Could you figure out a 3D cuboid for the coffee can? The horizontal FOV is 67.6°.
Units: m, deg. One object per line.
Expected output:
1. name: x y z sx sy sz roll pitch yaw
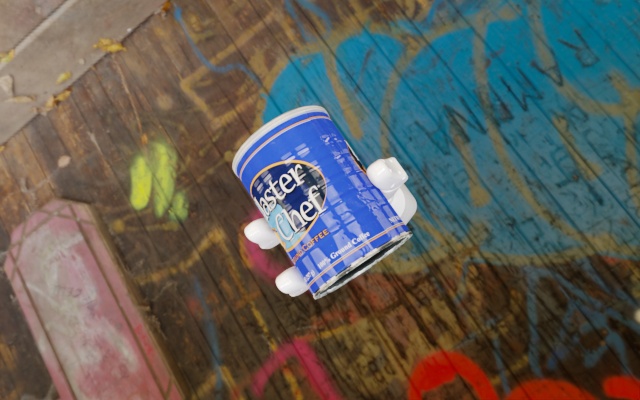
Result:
1. coffee can: 0.000 0.001 0.430 0.103 0.140 0.103 -32 -14 -9
